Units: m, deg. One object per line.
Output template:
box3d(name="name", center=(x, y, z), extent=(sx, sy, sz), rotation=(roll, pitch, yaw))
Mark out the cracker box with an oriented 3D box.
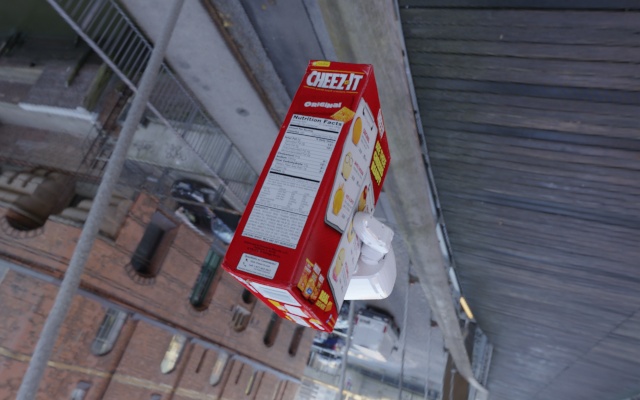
box3d(name="cracker box", center=(0.000, 0.002, 0.462), extent=(0.072, 0.213, 0.164), rotation=(12, -22, 20))
